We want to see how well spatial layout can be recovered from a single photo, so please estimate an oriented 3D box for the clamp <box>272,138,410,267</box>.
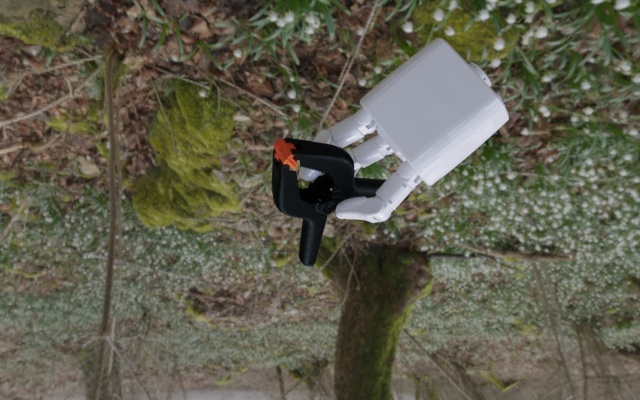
[{"bbox_3d":[0.000,0.002,0.534,0.164,0.036,0.210,-41,-36,11],"label":"clamp"}]
